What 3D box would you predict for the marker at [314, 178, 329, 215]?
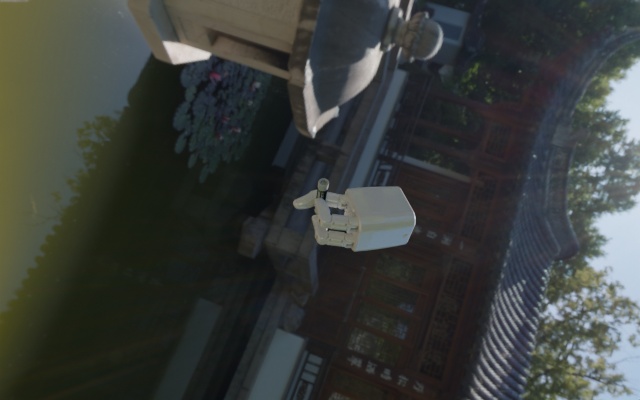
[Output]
[{"bbox_3d":[0.000,0.003,0.890,0.020,0.020,0.121,0,-36,-7],"label":"marker"}]
